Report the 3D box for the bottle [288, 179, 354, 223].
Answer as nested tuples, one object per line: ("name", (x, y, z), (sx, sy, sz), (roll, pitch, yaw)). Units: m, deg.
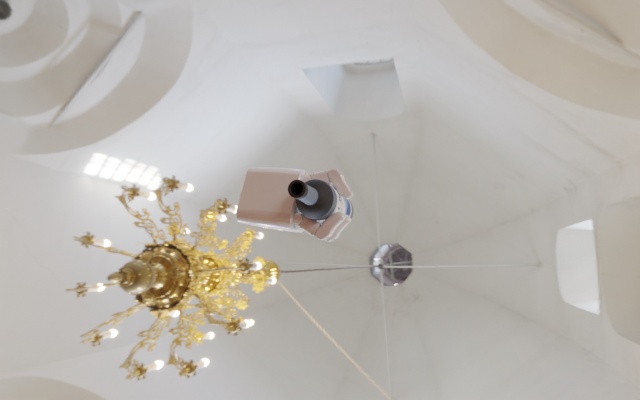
("bottle", (0.000, 0.003, 0.828), (0.069, 0.069, 0.296), (0, -8, 14))
